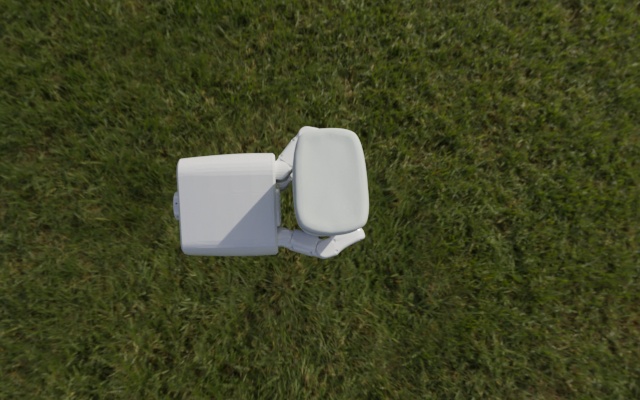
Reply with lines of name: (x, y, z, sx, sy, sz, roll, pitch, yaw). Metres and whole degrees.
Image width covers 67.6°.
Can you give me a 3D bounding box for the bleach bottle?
bleach bottle: (0.000, 0.002, 0.547, 0.068, 0.102, 0.251, -2, -10, -5)
